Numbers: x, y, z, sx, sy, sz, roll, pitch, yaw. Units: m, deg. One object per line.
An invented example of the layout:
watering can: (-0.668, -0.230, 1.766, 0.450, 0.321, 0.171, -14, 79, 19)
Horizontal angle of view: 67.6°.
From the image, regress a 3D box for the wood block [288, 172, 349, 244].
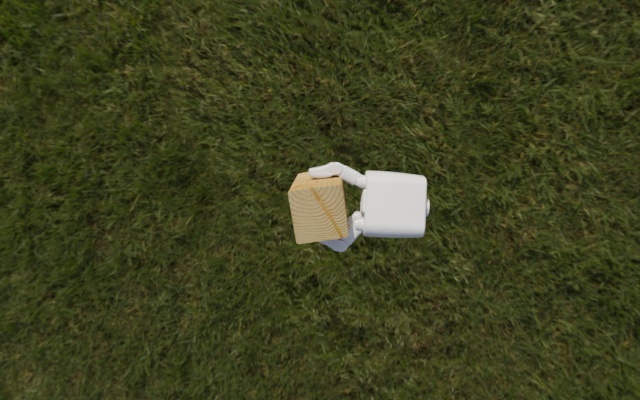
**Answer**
wood block: (0.000, 0.003, 0.868, 0.090, 0.091, 0.206, -8, 11, 3)
